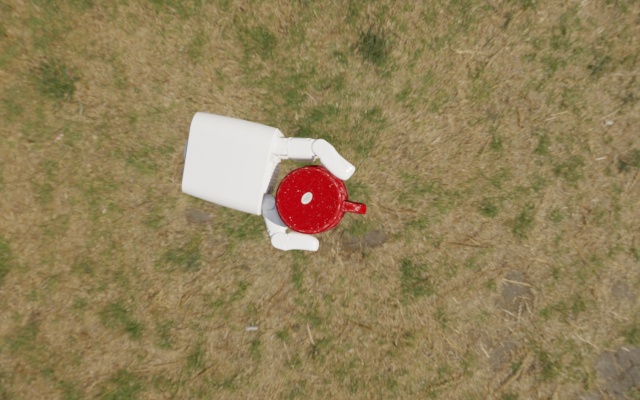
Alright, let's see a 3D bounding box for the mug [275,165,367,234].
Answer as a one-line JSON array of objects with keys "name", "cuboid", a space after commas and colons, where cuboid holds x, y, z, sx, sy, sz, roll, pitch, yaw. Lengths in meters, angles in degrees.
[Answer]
[{"name": "mug", "cuboid": [0.001, 0.002, 0.601, 0.117, 0.093, 0.081, 13, 2, 4]}]
